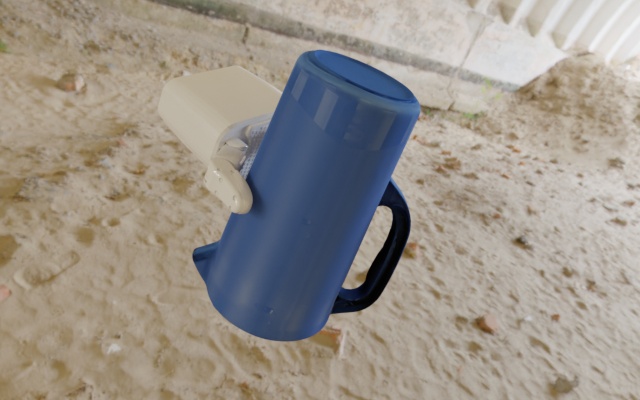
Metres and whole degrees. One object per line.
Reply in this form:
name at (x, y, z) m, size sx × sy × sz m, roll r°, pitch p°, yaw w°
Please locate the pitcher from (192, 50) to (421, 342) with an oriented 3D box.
pitcher at (0.000, 0.001, 0.435) m, size 0.145 × 0.243 × 0.149 m, roll 41°, pitch 31°, yaw 29°
